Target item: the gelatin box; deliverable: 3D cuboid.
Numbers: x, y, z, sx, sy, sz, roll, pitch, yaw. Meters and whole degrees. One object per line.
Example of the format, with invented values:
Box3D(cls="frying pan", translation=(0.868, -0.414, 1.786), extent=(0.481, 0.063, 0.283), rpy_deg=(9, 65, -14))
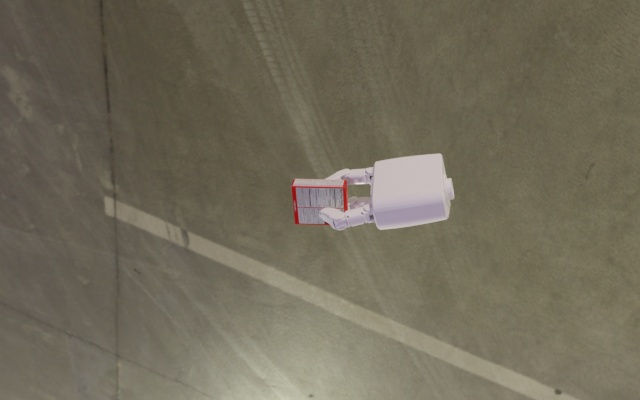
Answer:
Box3D(cls="gelatin box", translation=(0.000, 0.003, 0.777), extent=(0.089, 0.073, 0.030), rpy_deg=(1, 31, 8))
